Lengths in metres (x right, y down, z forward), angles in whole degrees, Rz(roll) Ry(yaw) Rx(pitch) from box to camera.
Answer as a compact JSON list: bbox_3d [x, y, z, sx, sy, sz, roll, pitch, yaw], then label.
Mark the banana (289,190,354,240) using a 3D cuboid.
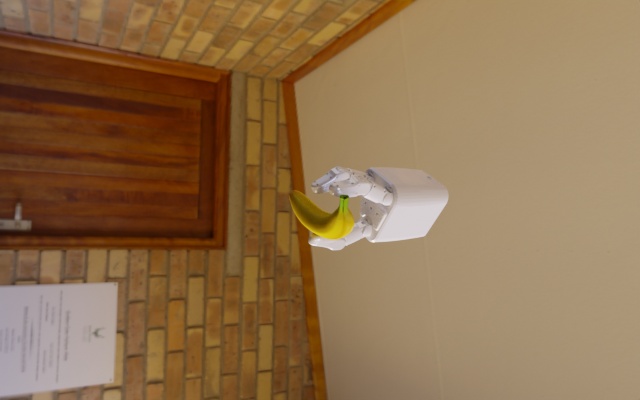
[{"bbox_3d":[0.003,0.021,0.708,0.037,0.069,0.198,-6,5,-26],"label":"banana"}]
